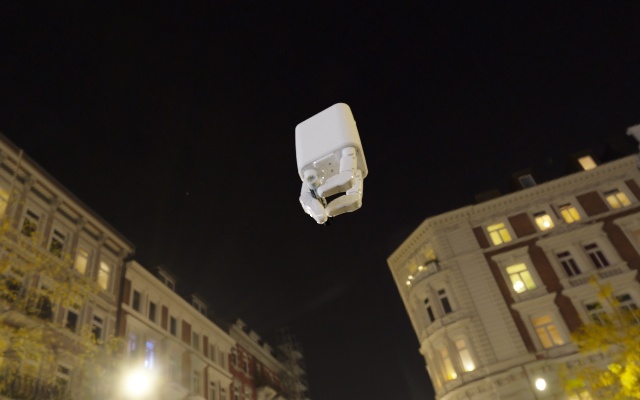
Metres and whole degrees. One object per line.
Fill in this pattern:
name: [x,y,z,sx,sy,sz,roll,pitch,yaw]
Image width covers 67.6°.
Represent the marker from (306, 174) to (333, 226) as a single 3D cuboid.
marker: [0.000,0.003,0.770,0.020,0.020,0.121,0,-36,16]
